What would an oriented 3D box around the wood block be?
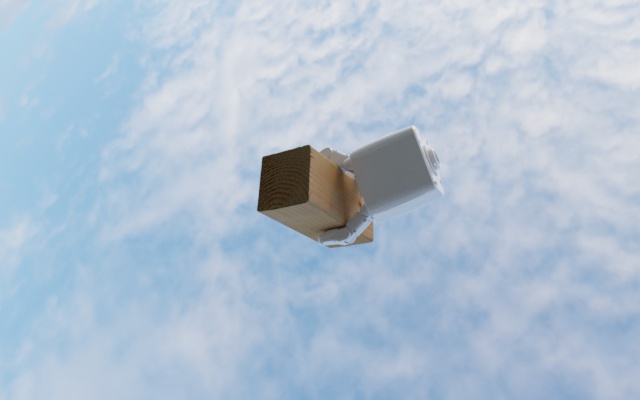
[{"bbox_3d":[0.001,0.003,0.755,0.090,0.090,0.206,-11,-25,29],"label":"wood block"}]
